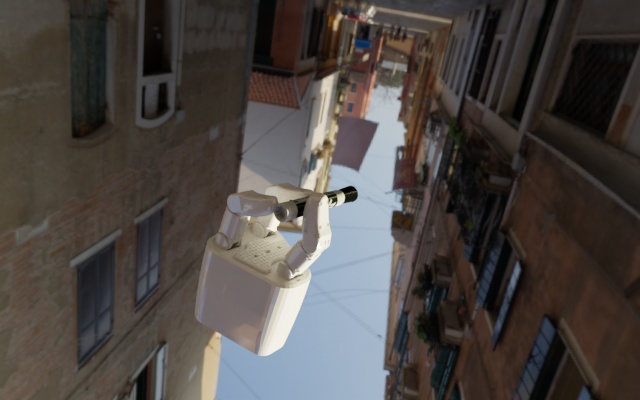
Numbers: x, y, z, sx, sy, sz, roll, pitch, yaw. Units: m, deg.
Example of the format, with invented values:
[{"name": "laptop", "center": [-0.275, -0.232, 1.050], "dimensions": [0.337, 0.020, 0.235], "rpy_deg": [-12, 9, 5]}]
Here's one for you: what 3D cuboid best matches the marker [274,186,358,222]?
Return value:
[{"name": "marker", "center": [0.000, 0.002, 0.500], "dimensions": [0.020, 0.020, 0.121], "rpy_deg": [0, 10, 40]}]
